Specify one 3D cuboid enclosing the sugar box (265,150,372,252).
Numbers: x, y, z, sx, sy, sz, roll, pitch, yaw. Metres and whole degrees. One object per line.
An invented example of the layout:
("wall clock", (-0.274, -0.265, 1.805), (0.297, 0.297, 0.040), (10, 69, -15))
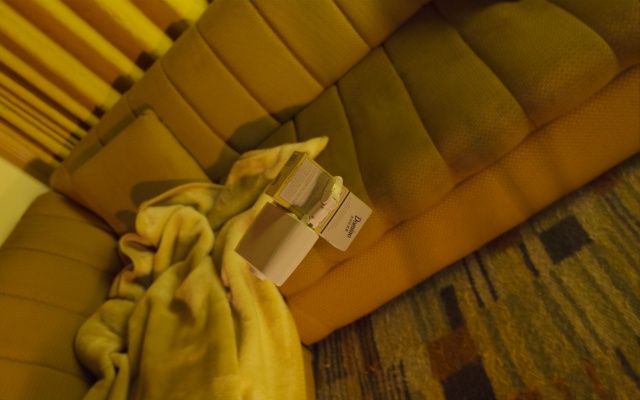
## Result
("sugar box", (0.000, 0.003, 0.825), (0.176, 0.093, 0.048), (40, -9, -30))
